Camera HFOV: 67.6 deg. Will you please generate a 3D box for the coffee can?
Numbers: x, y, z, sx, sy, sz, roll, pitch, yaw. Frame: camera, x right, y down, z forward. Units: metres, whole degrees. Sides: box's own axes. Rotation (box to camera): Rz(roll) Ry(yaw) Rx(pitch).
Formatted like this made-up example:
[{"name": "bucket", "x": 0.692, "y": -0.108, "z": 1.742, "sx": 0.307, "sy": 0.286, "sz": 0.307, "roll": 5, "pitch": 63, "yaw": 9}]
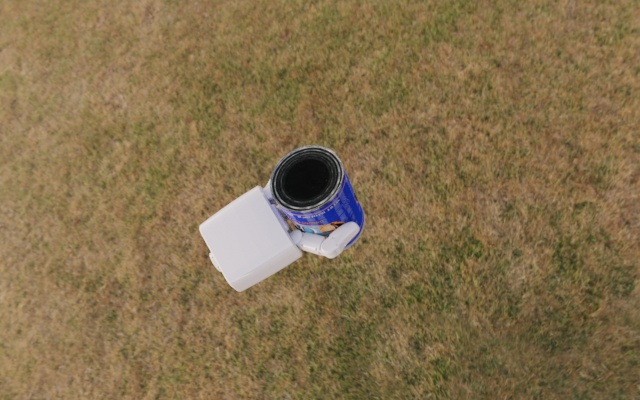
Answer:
[{"name": "coffee can", "x": 0.000, "y": 0.002, "z": 0.682, "sx": 0.103, "sy": 0.102, "sz": 0.140, "roll": 0, "pitch": -28, "yaw": 18}]
